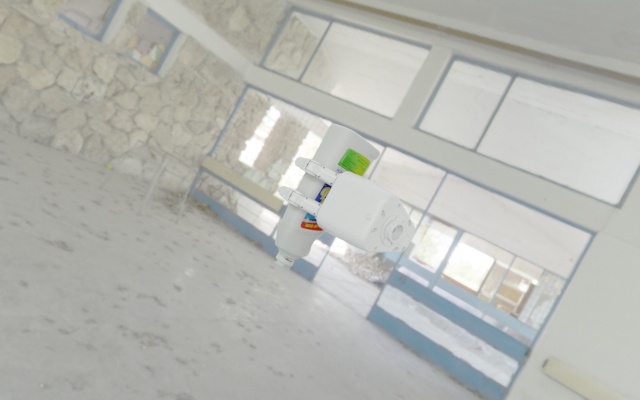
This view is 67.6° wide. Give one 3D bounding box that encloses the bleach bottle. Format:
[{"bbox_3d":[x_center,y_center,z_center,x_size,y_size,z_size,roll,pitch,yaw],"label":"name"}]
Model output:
[{"bbox_3d":[0.000,0.003,0.806,0.102,0.251,0.068,29,0,-44],"label":"bleach bottle"}]
